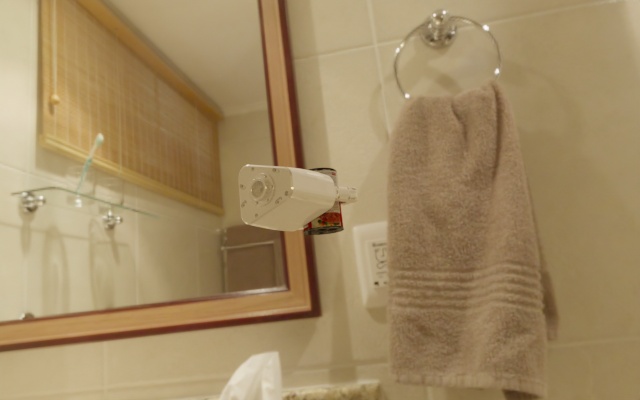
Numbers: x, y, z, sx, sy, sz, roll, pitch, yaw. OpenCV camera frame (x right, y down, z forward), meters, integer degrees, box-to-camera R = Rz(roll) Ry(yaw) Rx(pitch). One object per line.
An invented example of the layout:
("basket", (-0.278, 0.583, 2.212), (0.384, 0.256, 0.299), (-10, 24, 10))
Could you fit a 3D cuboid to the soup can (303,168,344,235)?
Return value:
("soup can", (0.000, 0.002, 0.803), (0.068, 0.102, 0.068), (-6, -12, -1))
